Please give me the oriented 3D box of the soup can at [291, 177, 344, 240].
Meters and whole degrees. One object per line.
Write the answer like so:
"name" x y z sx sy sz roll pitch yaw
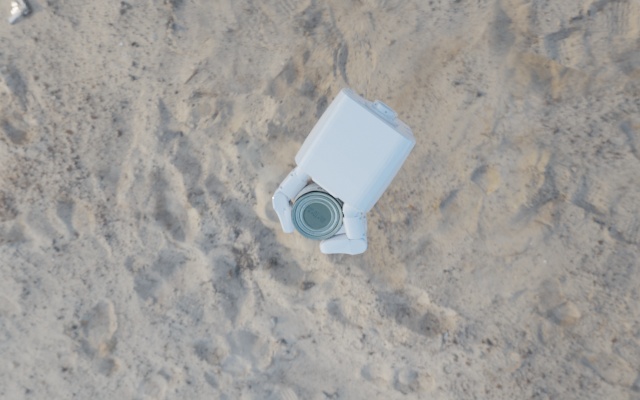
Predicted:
"soup can" 0.000 0.002 0.634 0.068 0.068 0.102 0 21 5
